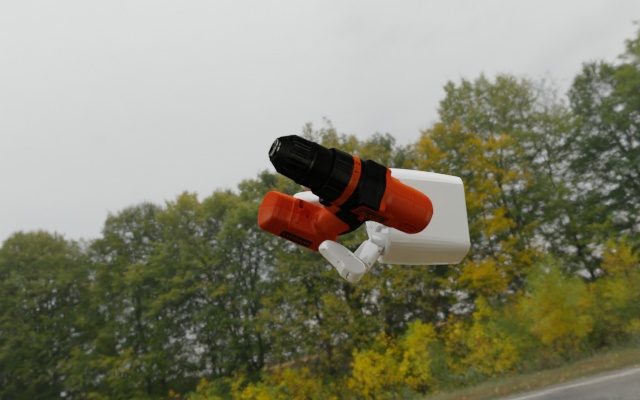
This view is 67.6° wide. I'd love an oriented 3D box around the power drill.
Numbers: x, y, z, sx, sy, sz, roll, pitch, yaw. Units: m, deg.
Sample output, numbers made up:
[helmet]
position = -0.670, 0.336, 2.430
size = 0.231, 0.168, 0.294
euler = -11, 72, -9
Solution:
[power drill]
position = 0.000, 0.002, 0.528
size = 0.184, 0.057, 0.188
euler = 25, -23, -22
